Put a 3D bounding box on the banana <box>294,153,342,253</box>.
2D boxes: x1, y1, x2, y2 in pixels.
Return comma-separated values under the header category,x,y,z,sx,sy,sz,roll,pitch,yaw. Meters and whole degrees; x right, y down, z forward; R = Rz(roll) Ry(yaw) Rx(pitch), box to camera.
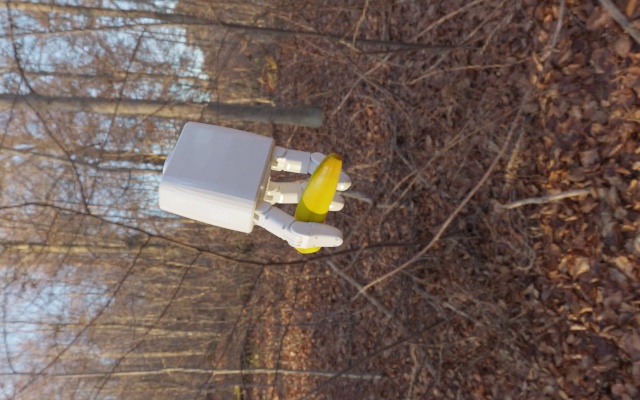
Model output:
category,x,y,z,sx,sy,sz,roll,pitch,yaw
banana,-0.008,0.018,0.565,0.037,0.069,0.198,25,-26,8
